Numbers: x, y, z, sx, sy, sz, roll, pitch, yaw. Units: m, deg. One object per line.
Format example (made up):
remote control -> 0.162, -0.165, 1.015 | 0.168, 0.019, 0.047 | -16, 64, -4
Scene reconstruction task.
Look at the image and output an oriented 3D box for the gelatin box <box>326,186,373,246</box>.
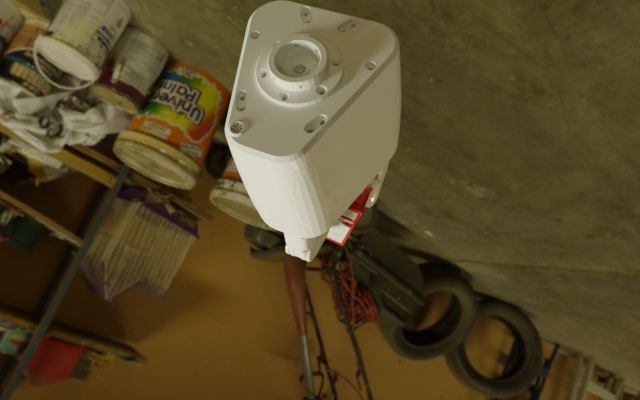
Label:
gelatin box -> 0.000, 0.002, 0.432 | 0.073, 0.030, 0.089 | 24, -25, 2
